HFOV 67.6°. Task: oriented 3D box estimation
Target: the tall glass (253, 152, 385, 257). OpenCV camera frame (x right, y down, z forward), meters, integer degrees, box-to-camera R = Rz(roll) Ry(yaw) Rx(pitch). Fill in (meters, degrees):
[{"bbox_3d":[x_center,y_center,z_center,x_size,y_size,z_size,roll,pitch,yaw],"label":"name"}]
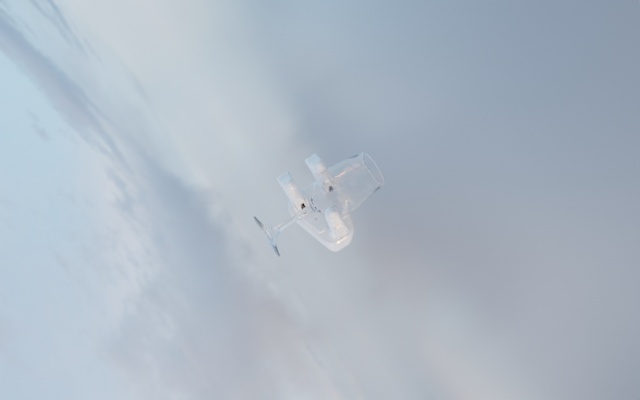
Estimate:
[{"bbox_3d":[0.000,0.003,0.745,0.201,0.079,0.079,-33,3,-4],"label":"tall glass"}]
